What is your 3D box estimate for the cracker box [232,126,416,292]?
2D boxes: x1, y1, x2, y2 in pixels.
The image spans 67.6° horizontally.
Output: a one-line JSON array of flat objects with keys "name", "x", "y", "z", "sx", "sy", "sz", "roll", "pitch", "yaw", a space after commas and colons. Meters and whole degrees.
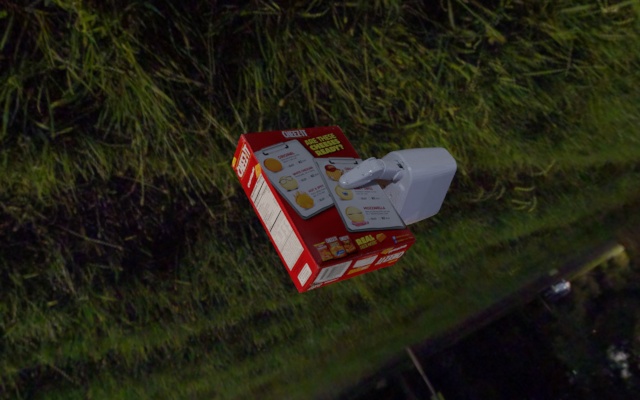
[{"name": "cracker box", "x": 0.000, "y": 0.002, "z": 0.637, "sx": 0.164, "sy": 0.213, "sz": 0.072, "roll": -11, "pitch": -33, "yaw": -36}]
